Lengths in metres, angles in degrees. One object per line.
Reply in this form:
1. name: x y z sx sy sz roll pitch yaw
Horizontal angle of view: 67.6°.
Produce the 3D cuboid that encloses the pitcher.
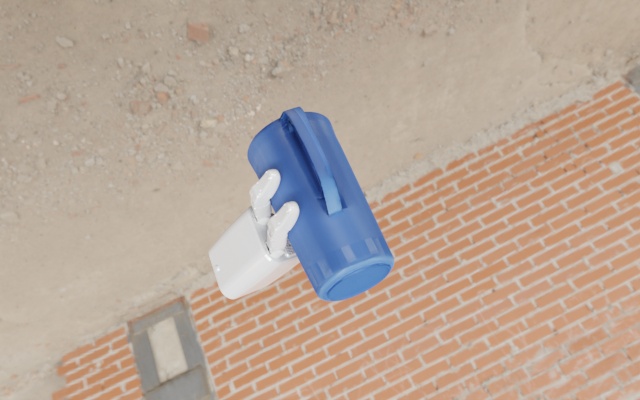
1. pitcher: 0.000 0.002 0.641 0.145 0.242 0.149 -41 -31 27
